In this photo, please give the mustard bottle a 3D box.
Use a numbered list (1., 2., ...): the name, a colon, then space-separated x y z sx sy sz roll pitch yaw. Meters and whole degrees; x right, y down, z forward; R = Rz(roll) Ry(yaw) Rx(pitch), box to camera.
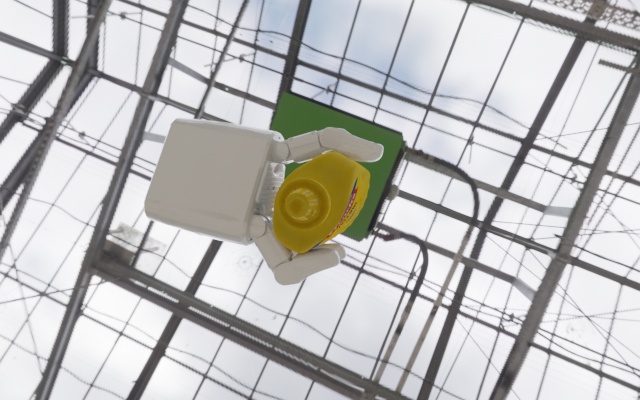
1. mustard bottle: 0.000 0.002 0.442 0.058 0.096 0.191 36 7 9
